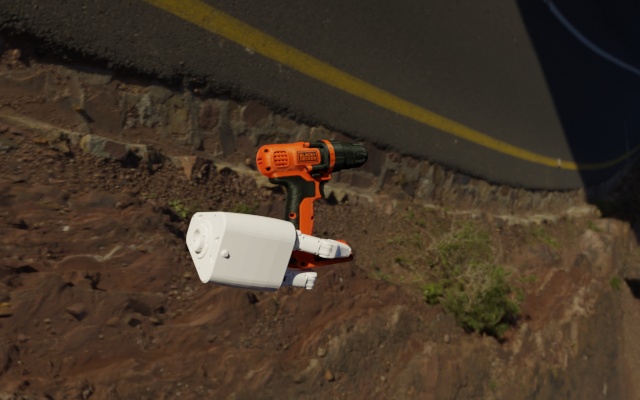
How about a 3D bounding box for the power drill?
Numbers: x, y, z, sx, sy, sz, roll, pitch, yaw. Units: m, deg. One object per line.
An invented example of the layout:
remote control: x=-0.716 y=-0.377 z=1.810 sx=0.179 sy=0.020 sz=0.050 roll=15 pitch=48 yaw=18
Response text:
power drill: x=0.000 y=0.003 z=0.721 sx=0.184 sy=0.187 sz=0.057 roll=-6 pitch=-2 yaw=-27
